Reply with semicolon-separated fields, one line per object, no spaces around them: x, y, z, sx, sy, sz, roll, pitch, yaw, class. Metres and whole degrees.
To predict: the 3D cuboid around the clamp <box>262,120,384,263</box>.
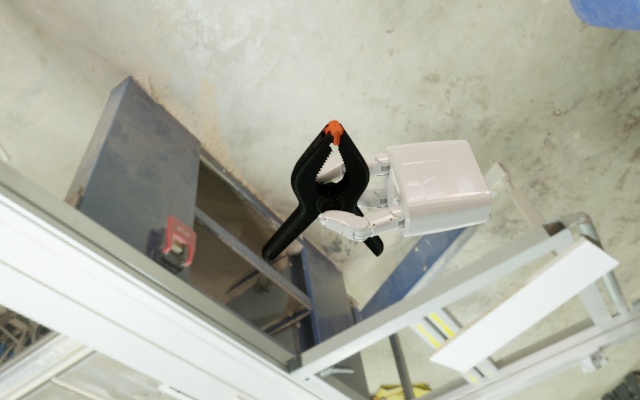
0.000;0.002;0.586;0.164;0.210;0.036;-8;40;-5;clamp
